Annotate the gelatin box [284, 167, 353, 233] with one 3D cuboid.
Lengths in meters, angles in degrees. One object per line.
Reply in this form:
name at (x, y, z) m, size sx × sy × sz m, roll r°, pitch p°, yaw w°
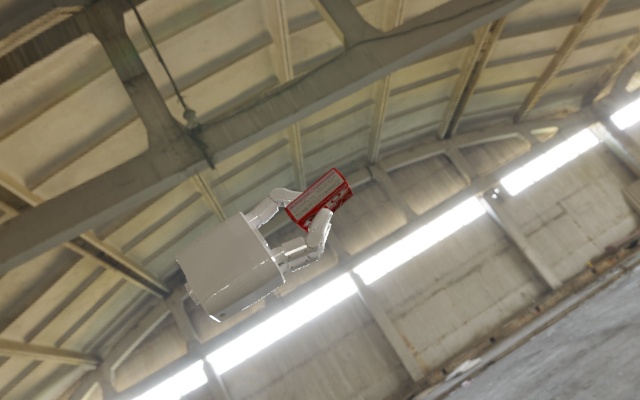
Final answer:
gelatin box at (0.000, 0.002, 0.656) m, size 0.089 × 0.030 × 0.073 m, roll -41°, pitch -18°, yaw -1°
